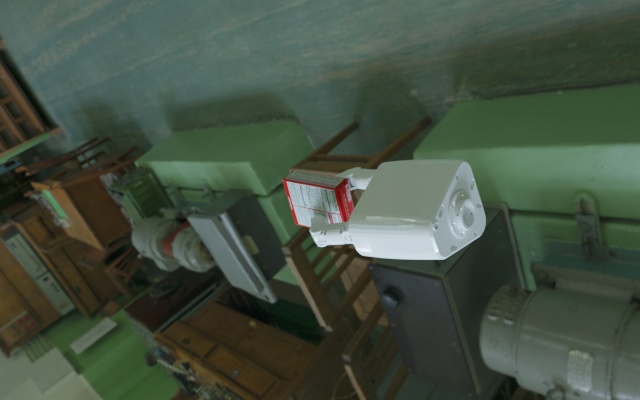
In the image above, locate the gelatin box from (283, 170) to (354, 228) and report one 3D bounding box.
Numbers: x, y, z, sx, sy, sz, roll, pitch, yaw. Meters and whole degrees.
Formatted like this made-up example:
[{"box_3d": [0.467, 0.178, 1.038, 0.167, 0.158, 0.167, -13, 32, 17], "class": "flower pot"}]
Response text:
[{"box_3d": [0.000, 0.002, 0.619, 0.089, 0.073, 0.030, 10, 39, 35], "class": "gelatin box"}]
